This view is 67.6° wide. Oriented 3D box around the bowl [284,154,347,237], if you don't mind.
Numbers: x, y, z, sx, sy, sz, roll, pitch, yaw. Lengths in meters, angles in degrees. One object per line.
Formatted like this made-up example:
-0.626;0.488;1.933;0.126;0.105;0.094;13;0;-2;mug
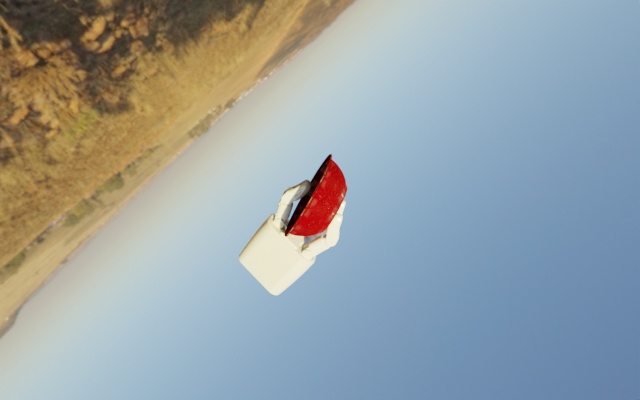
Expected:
0.001;0.002;0.819;0.055;0.162;0.162;29;-4;-7;bowl
